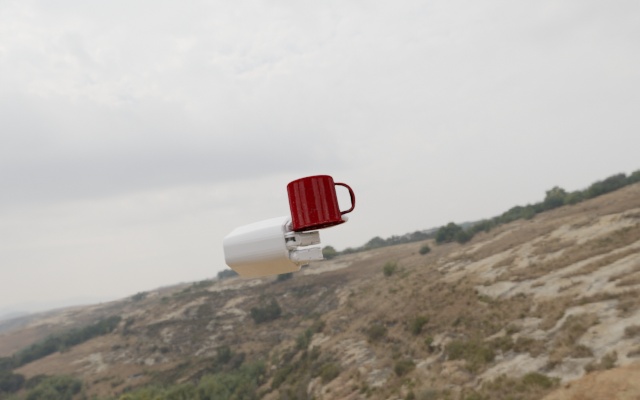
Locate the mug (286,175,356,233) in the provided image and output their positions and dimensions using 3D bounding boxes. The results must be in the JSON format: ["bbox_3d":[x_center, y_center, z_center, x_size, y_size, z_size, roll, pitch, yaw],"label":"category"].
[{"bbox_3d":[0.001,0.002,0.799,0.117,0.081,0.093,-11,-8,6],"label":"mug"}]
